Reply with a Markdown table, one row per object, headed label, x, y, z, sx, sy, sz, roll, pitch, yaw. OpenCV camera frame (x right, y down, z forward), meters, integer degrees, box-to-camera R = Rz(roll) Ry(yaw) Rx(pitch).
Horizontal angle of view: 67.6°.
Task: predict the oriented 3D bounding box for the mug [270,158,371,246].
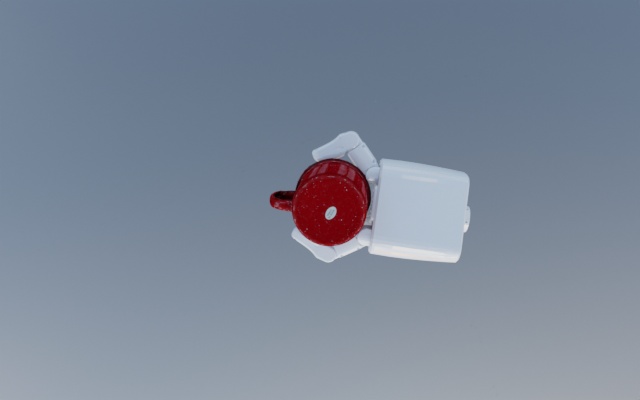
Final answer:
| label | x | y | z | sx | sy | sz | roll | pitch | yaw |
| --- | --- | --- | --- | --- | --- | --- | --- | --- | --- |
| mug | -0.001 | 0.002 | 0.544 | 0.117 | 0.093 | 0.081 | 6 | 12 | 3 |
